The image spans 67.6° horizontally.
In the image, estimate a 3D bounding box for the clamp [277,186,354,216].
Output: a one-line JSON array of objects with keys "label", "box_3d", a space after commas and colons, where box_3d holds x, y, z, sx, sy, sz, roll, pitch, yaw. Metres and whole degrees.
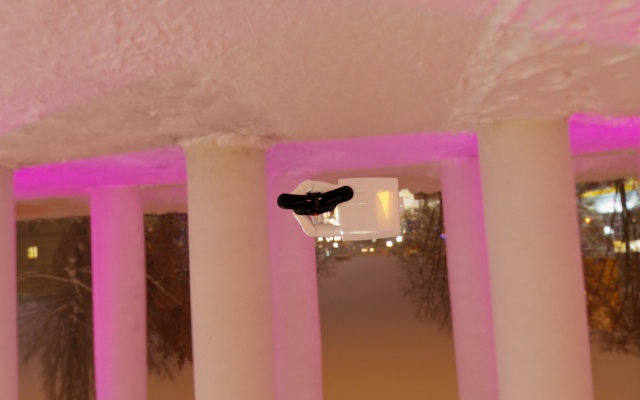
[{"label": "clamp", "box_3d": [0.000, 0.003, 0.813, 0.120, 0.039, 0.171, -2, -5, 7]}]
